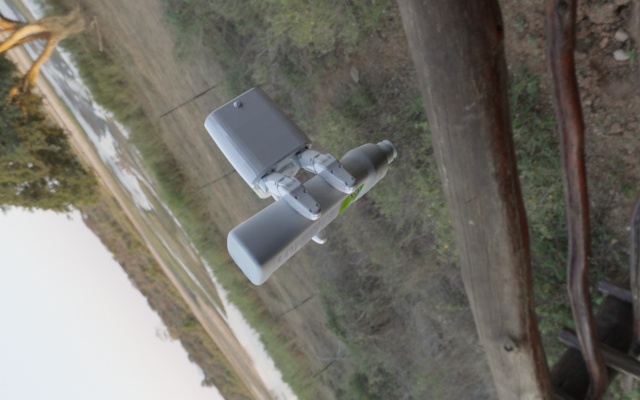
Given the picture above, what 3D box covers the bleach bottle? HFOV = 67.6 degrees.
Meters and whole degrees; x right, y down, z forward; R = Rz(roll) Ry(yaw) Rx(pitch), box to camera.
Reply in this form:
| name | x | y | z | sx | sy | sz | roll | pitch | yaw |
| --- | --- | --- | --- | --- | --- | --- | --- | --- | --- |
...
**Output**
| name | x | y | z | sx | sy | sz | roll | pitch | yaw |
| --- | --- | --- | --- | --- | --- | --- | --- | --- | --- |
| bleach bottle | 0.000 | 0.002 | 0.615 | 0.250 | 0.068 | 0.103 | -37 | -10 | -22 |
